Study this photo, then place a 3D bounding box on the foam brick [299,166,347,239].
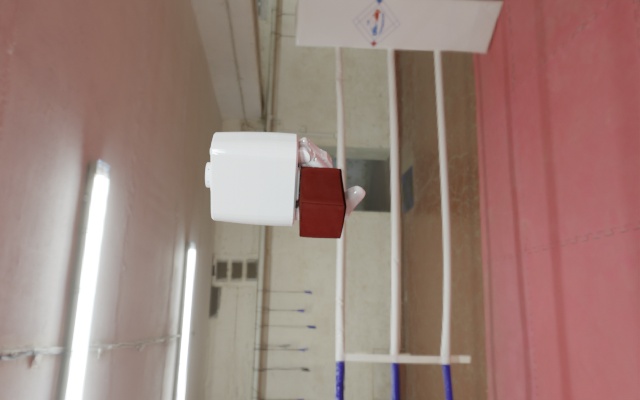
[{"bbox_3d":[0.000,0.002,0.577,0.051,0.053,0.078,3,37,-6],"label":"foam brick"}]
